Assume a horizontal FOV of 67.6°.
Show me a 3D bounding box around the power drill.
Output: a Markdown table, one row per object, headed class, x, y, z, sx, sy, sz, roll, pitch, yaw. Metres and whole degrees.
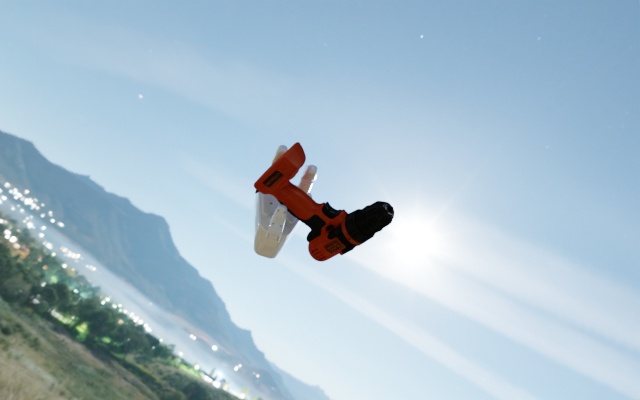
| class | x | y | z | sx | sy | sz | roll | pitch | yaw |
| --- | --- | --- | --- | --- | --- | --- | --- | --- | --- |
| power drill | 0.000 | 0.002 | 0.743 | 0.184 | 0.188 | 0.057 | -35 | 11 | 42 |
